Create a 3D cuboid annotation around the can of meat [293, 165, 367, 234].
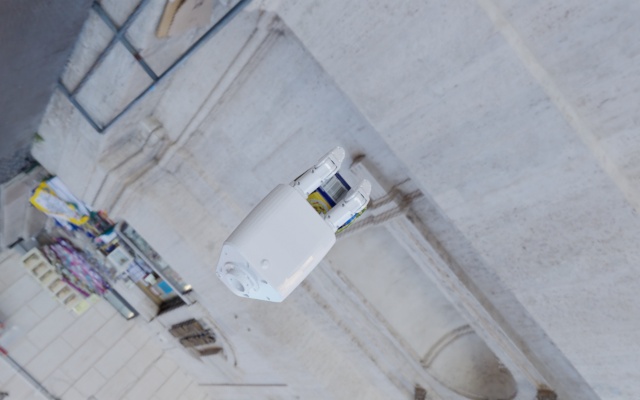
[{"bbox_3d":[0.000,0.002,0.636,0.057,0.084,0.102,-48,11,-37],"label":"can of meat"}]
